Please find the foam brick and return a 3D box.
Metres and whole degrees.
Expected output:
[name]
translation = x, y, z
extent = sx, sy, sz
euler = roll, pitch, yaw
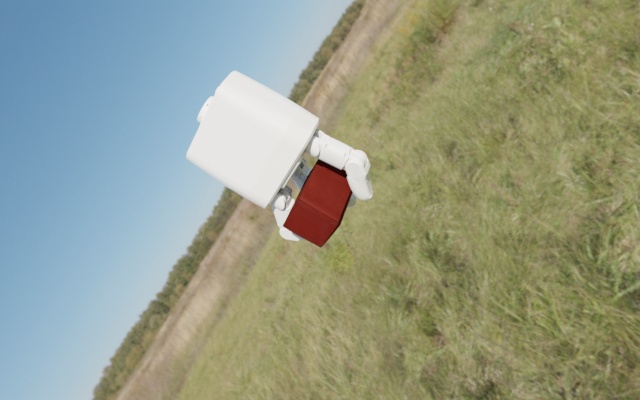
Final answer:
[foam brick]
translation = 0.000, 0.002, 0.531
extent = 0.051, 0.078, 0.053
euler = 29, -45, -6
